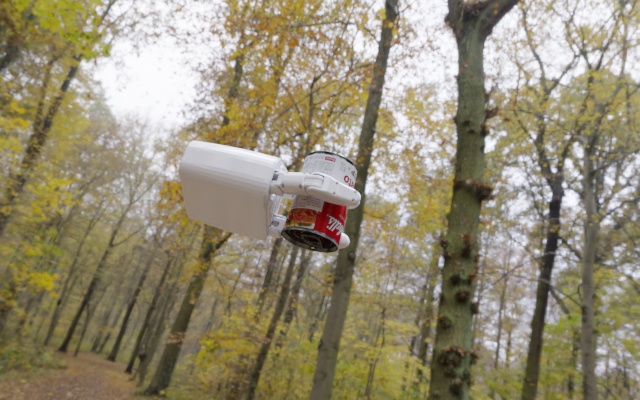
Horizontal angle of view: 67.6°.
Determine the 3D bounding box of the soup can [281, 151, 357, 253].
[{"bbox_3d":[0.001,0.002,0.562,0.068,0.102,0.068,14,-23,6],"label":"soup can"}]
